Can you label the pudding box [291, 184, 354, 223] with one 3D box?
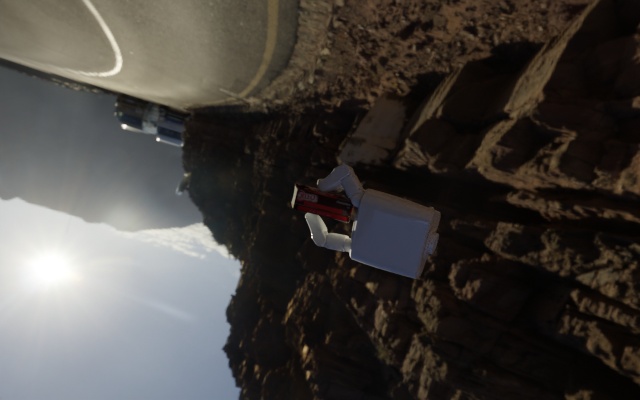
[{"bbox_3d":[0.000,0.003,0.764,0.090,0.039,0.113,15,2,-7],"label":"pudding box"}]
